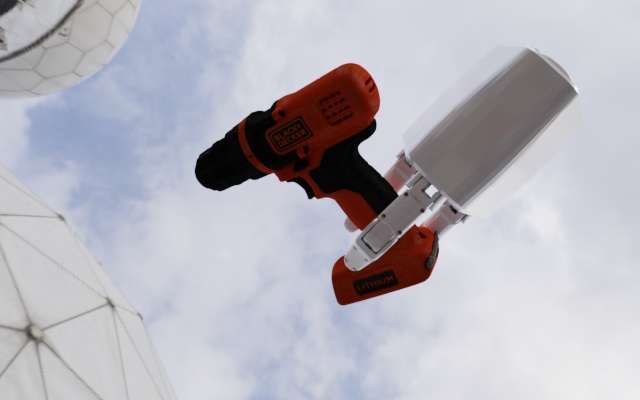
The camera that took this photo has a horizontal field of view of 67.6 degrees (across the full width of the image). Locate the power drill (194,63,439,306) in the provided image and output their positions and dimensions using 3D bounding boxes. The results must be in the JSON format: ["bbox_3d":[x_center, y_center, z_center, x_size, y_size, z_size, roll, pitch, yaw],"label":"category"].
[{"bbox_3d":[0.001,0.002,0.408,0.184,0.188,0.057,-23,22,33],"label":"power drill"}]
